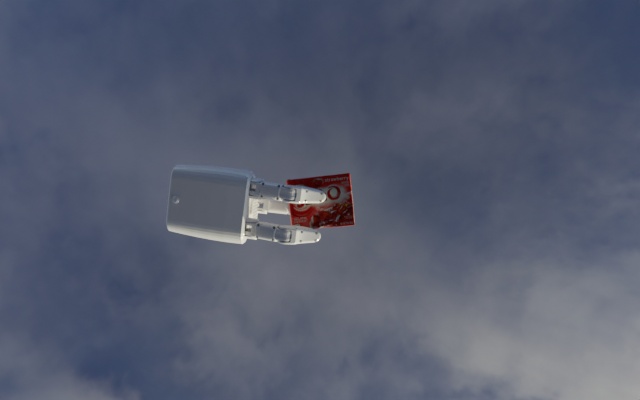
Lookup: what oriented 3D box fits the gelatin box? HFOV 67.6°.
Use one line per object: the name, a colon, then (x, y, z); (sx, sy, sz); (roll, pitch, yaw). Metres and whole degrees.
gelatin box: (0.000, 0.002, 0.666); (0.089, 0.073, 0.030); (-6, 4, -2)
